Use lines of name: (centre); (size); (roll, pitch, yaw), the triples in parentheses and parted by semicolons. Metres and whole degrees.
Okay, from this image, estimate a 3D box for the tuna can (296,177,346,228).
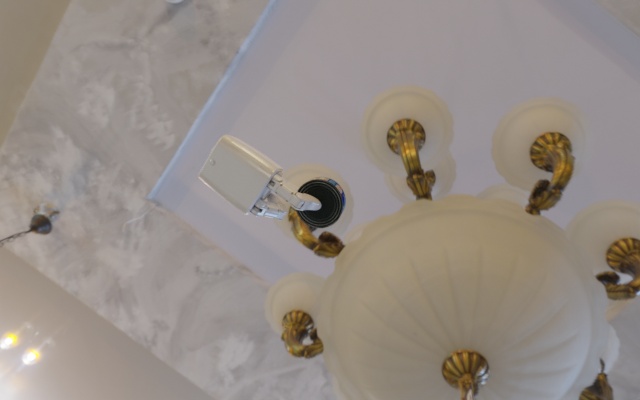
tuna can: (0.000, 0.003, 0.828); (0.086, 0.086, 0.033); (0, 13, 14)
